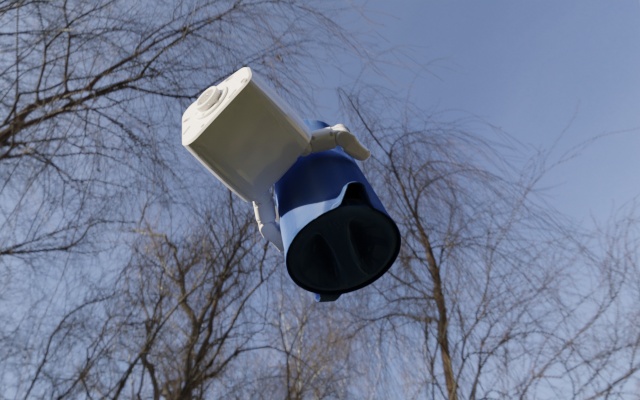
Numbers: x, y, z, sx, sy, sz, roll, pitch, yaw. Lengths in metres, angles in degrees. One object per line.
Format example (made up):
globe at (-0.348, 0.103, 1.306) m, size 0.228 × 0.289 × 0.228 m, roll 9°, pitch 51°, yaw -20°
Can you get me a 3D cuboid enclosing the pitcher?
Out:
pitcher at (0.000, 0.002, 0.626) m, size 0.149 × 0.242 × 0.145 m, roll -36°, pitch -54°, yaw 13°
